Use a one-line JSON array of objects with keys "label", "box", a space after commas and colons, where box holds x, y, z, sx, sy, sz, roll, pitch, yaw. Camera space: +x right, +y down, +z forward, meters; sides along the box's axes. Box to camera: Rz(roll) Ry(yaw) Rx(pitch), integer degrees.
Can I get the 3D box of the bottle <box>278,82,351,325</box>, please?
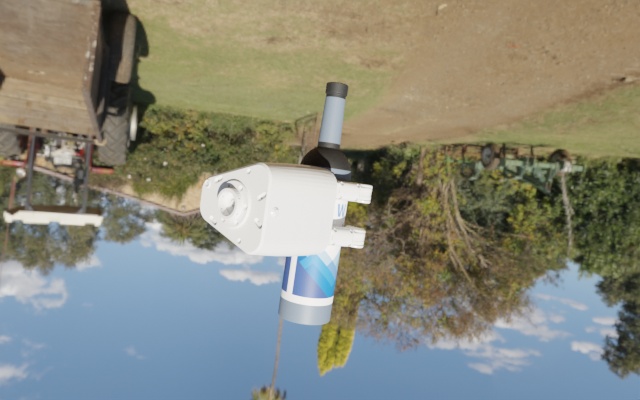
[{"label": "bottle", "box": [0.000, 0.002, 0.598, 0.069, 0.296, 0.069, 8, 3, 0]}]
